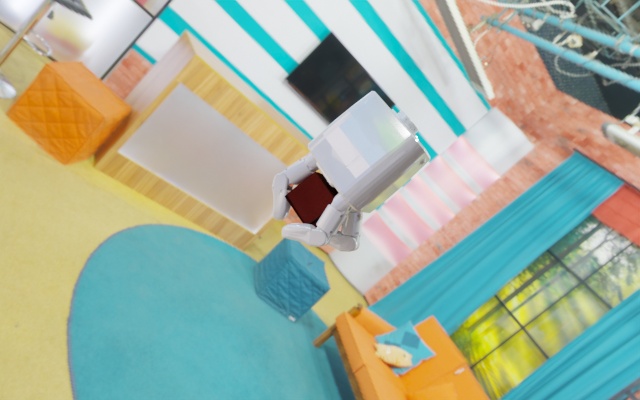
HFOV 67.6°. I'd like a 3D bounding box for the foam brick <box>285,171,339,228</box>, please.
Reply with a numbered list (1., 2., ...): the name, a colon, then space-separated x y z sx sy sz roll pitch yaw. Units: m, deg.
1. foam brick: 0.000 0.002 0.617 0.051 0.053 0.078 -38 -13 12
